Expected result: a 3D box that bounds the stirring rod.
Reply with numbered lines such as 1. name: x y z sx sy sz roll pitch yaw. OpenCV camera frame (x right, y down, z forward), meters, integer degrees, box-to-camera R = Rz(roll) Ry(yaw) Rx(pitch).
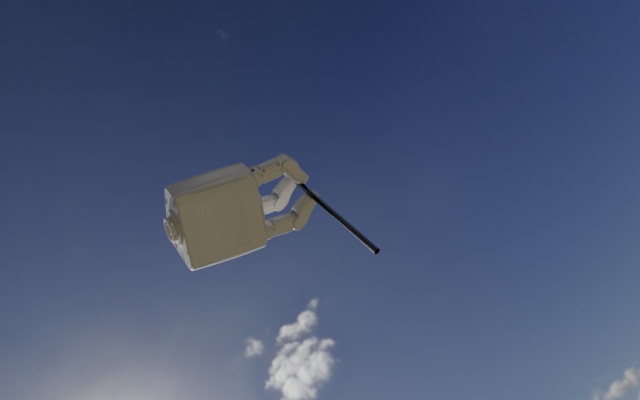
1. stirring rod: 0.000 0.002 0.643 0.011 0.011 0.239 0 29 -39
